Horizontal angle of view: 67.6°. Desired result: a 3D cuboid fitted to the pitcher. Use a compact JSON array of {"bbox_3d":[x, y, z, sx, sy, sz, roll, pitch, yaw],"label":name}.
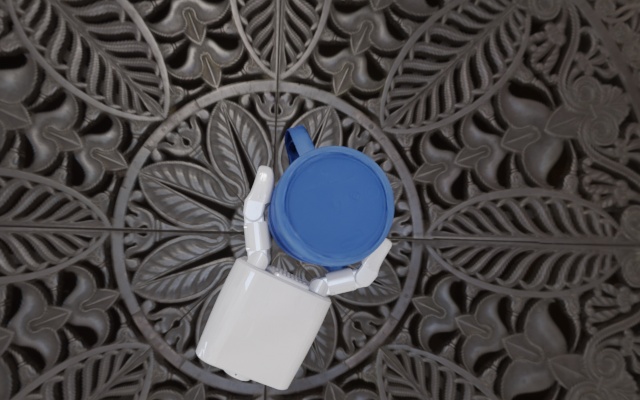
[{"bbox_3d":[0.000,0.002,0.533,0.149,0.145,0.243,27,-6,-2],"label":"pitcher"}]
